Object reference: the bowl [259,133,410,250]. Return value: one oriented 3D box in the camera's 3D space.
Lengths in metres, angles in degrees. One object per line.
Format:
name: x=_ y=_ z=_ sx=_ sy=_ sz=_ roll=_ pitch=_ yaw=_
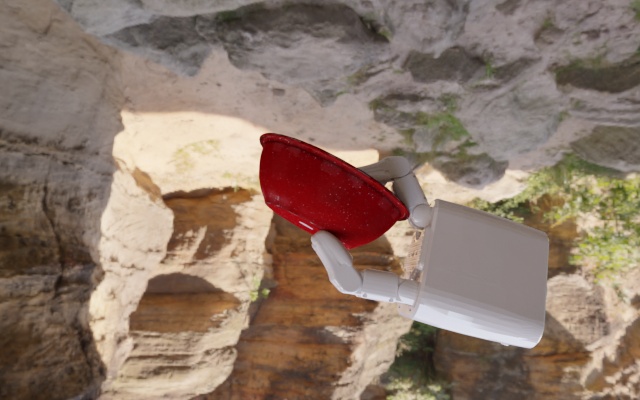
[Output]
bowl: x=-0.001 y=0.001 z=0.456 sx=0.162 sy=0.055 sz=0.162 roll=28 pitch=-9 yaw=5
